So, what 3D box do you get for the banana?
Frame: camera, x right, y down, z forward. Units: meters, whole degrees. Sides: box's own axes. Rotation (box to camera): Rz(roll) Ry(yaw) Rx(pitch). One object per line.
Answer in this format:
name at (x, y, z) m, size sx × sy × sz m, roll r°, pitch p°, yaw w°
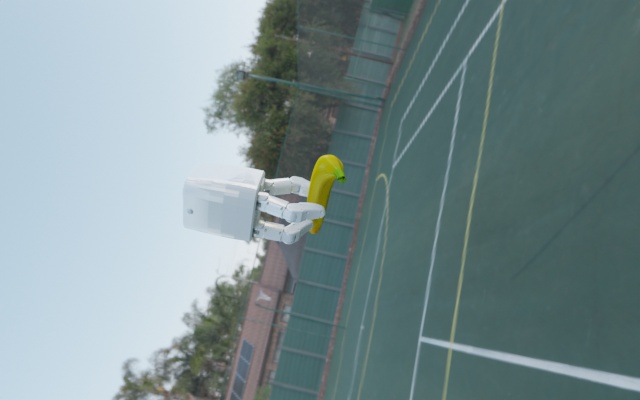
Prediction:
banana at (0.002, -0.016, 0.728) m, size 0.037 × 0.069 × 0.198 m, roll 8°, pitch -27°, yaw -7°
